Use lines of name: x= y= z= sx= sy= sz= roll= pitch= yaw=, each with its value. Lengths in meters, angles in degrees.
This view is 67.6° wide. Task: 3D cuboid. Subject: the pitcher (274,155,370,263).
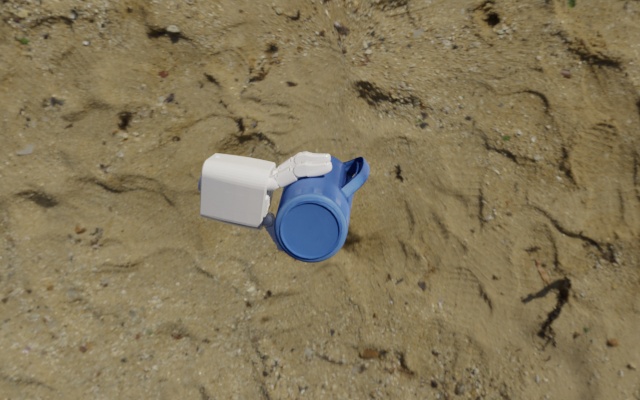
pitcher: x=0.000 y=0.003 z=0.798 sx=0.145 sy=0.149 sz=0.242 roll=12 pitch=17 yaw=-1
